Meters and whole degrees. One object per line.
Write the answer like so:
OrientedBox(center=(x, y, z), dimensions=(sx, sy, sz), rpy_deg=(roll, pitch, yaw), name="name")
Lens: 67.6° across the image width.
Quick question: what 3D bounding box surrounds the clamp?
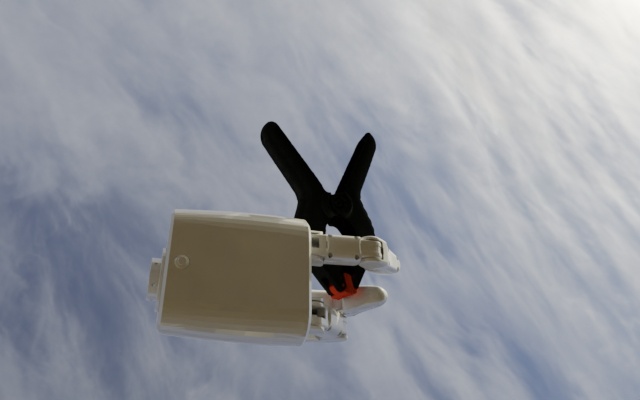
OrientedBox(center=(0.000, 0.002, 0.437), dimensions=(0.120, 0.171, 0.039), rpy_deg=(8, -27, -17), name="clamp")
